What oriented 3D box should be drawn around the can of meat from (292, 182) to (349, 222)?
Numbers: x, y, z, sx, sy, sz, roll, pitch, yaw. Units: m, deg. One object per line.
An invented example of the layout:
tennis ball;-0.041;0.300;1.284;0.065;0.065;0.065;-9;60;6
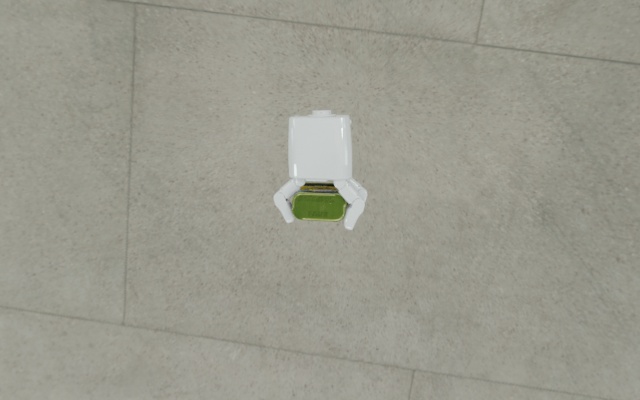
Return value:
can of meat;0.000;0.003;0.868;0.102;0.057;0.084;2;12;4
